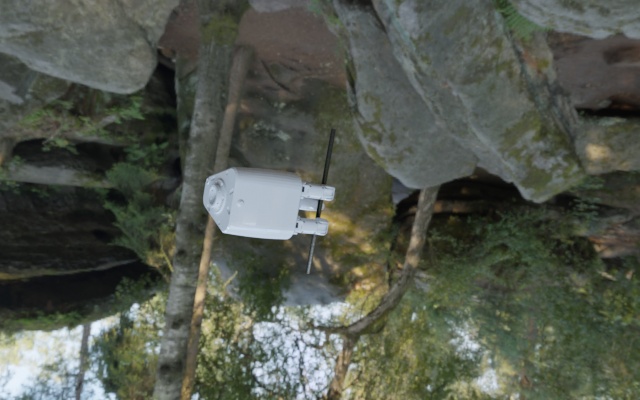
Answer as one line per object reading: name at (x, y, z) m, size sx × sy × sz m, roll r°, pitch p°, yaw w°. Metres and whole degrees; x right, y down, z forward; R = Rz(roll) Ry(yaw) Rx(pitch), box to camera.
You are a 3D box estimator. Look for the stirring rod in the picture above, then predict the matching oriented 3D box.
stirring rod at (0.000, 0.002, 0.781) m, size 0.011 × 0.239 × 0.011 m, roll 10°, pitch 5°, yaw -1°
